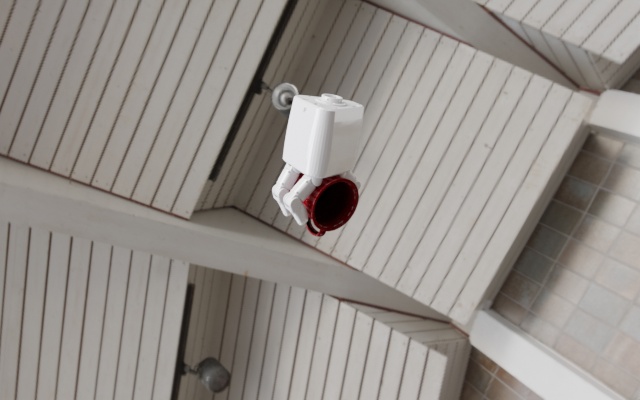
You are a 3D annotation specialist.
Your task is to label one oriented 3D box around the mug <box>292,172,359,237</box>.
[{"bbox_3d":[0.000,0.004,0.793,0.093,0.117,0.081,-6,28,-36],"label":"mug"}]
